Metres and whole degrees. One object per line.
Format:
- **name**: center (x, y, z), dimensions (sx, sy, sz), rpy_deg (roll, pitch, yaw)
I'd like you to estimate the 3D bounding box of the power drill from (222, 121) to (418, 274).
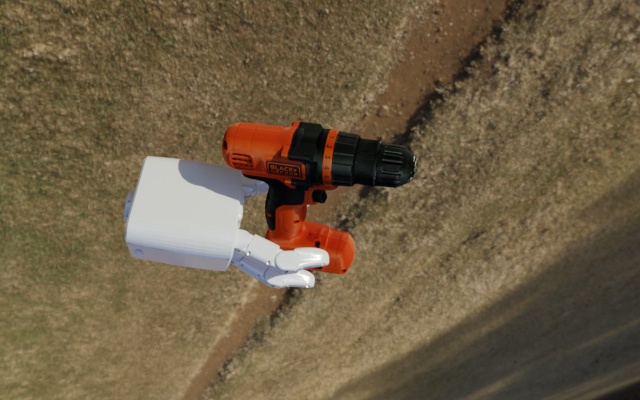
- **power drill**: center (0.000, 0.002, 0.500), dimensions (0.184, 0.057, 0.188), rpy_deg (10, -41, 11)
